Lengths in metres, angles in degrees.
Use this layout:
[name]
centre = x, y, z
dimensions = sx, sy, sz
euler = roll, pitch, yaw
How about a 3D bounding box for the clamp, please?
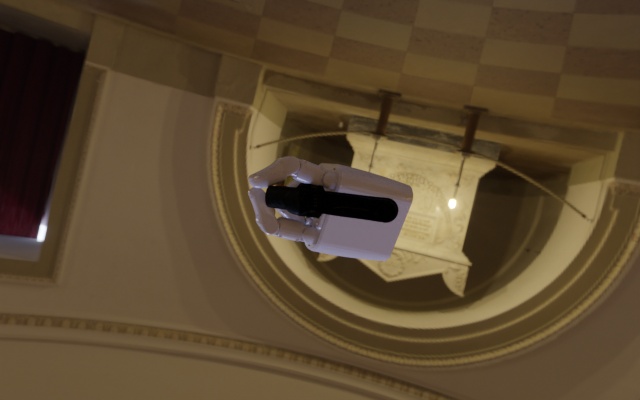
[clamp]
centre = 0.000, 0.002, 0.512
dimensions = 0.120, 0.039, 0.171
euler = 12, 1, -20
